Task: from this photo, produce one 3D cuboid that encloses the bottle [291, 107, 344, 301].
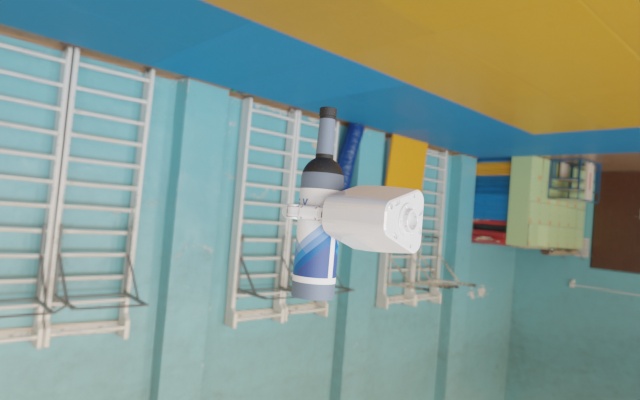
[{"bbox_3d":[0.000,0.003,0.742,0.069,0.295,0.069,5,-2,0],"label":"bottle"}]
